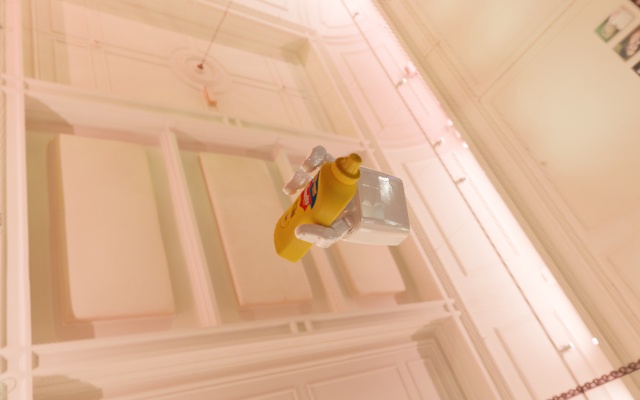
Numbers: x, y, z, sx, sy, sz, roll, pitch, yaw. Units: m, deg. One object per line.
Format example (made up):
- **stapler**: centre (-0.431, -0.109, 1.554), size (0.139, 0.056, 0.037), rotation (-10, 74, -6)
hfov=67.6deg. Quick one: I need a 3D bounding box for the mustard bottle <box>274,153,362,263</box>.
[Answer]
- **mustard bottle**: centre (0.000, 0.002, 0.687), size (0.058, 0.096, 0.192), rotation (28, -51, -15)
